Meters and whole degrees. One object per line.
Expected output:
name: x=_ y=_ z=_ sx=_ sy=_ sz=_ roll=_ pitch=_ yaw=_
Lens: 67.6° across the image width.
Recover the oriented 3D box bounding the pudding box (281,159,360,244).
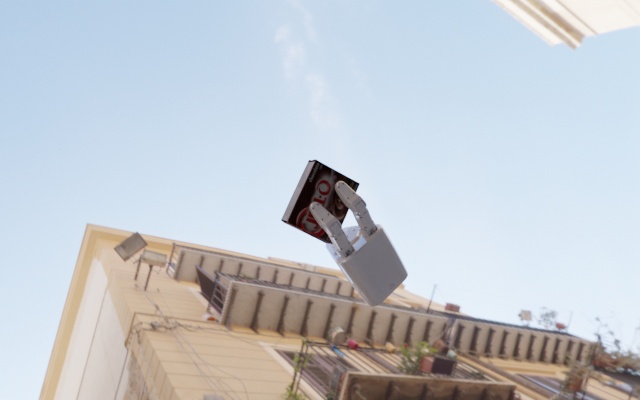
pudding box: x=0.000 y=0.003 z=0.775 sx=0.090 sy=0.113 sz=0.039 roll=27 pitch=-9 yaw=-24
